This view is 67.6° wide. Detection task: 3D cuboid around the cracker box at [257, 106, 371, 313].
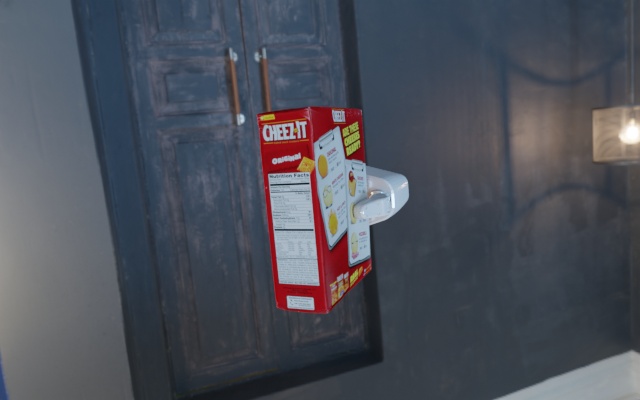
[{"bbox_3d":[0.000,0.002,0.562,0.072,0.214,0.164,-2,8,23],"label":"cracker box"}]
